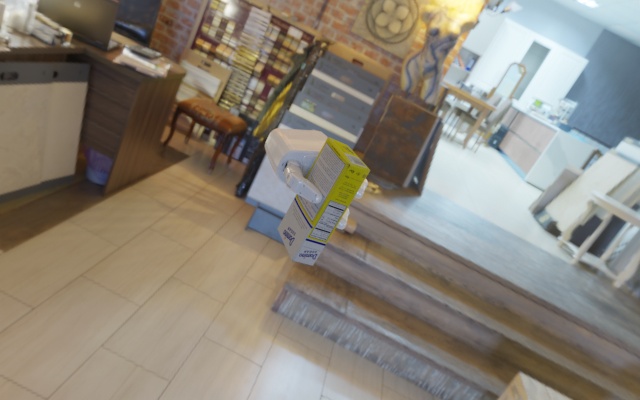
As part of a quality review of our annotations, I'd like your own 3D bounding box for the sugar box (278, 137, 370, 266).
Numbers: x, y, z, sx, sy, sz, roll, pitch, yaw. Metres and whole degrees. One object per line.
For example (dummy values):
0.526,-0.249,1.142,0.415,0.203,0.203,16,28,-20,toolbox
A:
0.001,0.002,0.730,0.048,0.176,0.093,16,23,-29,sugar box
